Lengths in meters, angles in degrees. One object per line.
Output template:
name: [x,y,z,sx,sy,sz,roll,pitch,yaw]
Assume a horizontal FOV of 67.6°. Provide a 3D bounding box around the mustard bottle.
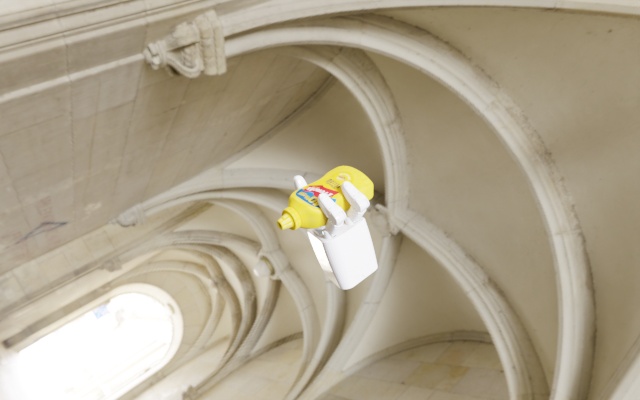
mustard bottle: [0.000,0.002,0.871,0.191,0.058,0.096,-30,46,-31]
